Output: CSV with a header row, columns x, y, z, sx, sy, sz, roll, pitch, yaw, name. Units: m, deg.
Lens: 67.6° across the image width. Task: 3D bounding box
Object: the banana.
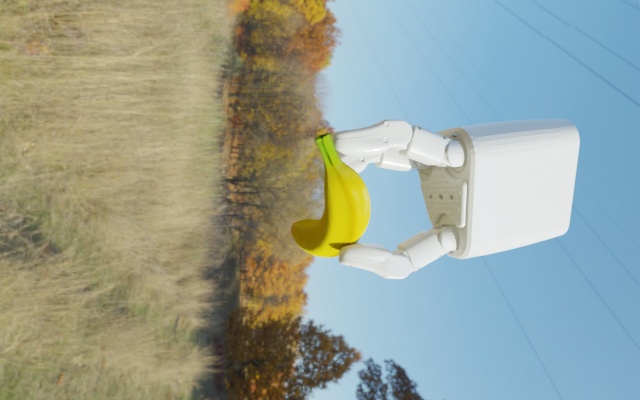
x,y,z,sx,sy,sz,roll,pitch,yaw,name
0.008,0.016,0.423,0.037,0.069,0.198,-17,-20,-18,banana
